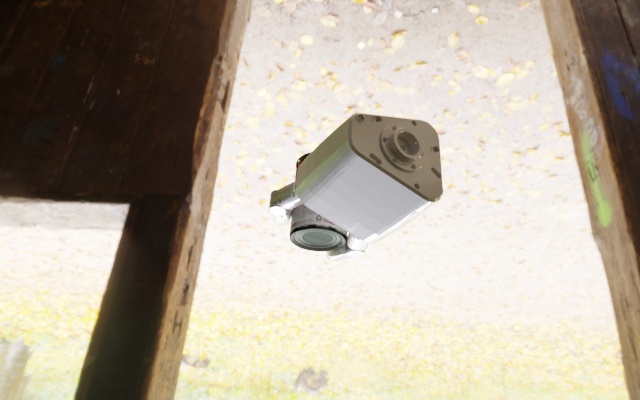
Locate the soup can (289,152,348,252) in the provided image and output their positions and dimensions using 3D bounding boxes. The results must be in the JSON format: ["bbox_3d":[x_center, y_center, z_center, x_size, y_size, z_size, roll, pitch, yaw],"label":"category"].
[{"bbox_3d":[0.000,0.002,0.571,0.068,0.102,0.068,3,-29,2],"label":"soup can"}]
